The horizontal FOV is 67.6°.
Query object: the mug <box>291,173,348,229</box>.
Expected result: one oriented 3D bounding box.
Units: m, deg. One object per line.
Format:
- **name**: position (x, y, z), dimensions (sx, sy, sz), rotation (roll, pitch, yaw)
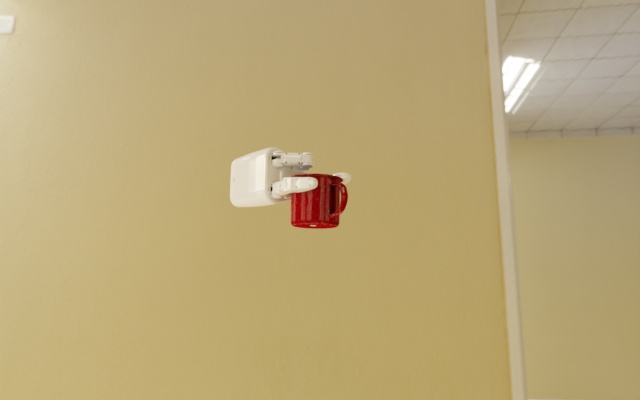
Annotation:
- **mug**: position (0.001, 0.003, 0.793), dimensions (0.117, 0.081, 0.093), rotation (-7, -12, 43)
